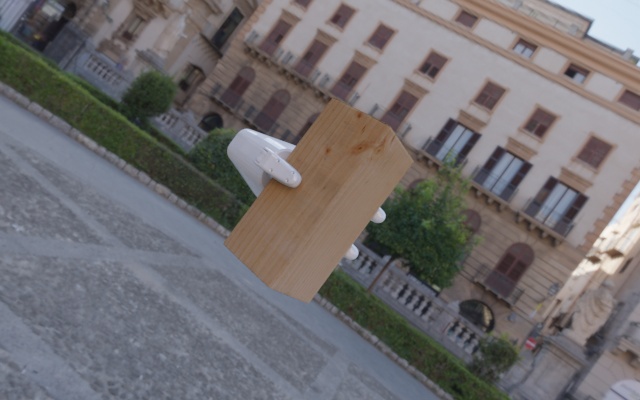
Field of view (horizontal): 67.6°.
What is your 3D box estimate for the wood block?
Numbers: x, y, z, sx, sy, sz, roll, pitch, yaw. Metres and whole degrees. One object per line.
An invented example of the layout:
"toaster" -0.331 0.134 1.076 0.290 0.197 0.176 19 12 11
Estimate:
"wood block" 0.000 0.001 0.543 0.090 0.206 0.091 35 -2 35
